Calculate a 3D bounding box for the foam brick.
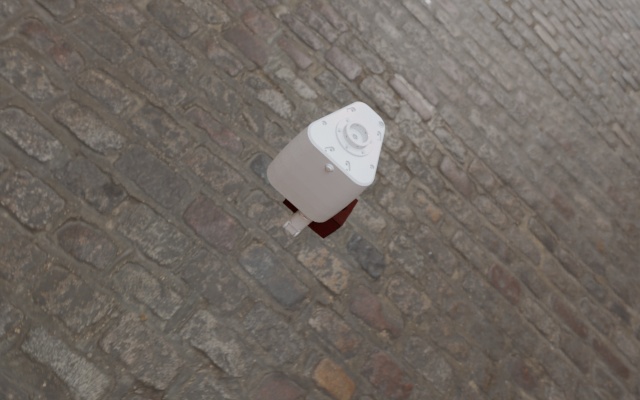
[{"bbox_3d":[0.000,0.002,0.638,0.051,0.078,0.053,-39,12,52],"label":"foam brick"}]
